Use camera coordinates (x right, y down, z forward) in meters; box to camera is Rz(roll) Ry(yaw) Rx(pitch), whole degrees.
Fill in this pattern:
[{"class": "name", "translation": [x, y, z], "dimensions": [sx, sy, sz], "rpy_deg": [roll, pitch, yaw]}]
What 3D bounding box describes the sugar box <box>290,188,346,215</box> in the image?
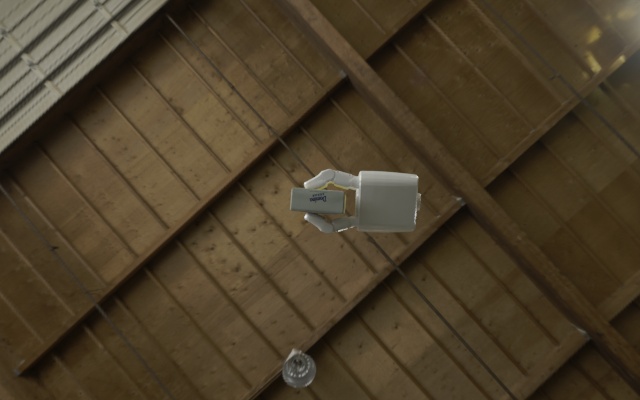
[{"class": "sugar box", "translation": [0.000, 0.002, 0.892], "dimensions": [0.093, 0.048, 0.176], "rpy_deg": [4, -4, 3]}]
